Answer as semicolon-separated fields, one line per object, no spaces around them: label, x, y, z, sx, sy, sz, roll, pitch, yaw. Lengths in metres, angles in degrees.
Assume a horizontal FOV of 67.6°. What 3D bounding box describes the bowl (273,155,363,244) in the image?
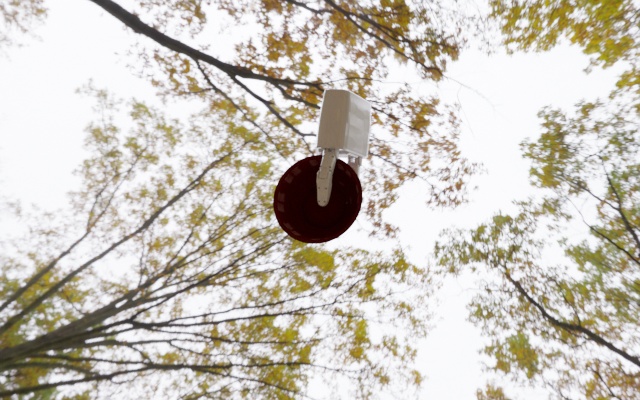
bowl;0.000;0.004;0.851;0.162;0.162;0.055;0;-16;16
